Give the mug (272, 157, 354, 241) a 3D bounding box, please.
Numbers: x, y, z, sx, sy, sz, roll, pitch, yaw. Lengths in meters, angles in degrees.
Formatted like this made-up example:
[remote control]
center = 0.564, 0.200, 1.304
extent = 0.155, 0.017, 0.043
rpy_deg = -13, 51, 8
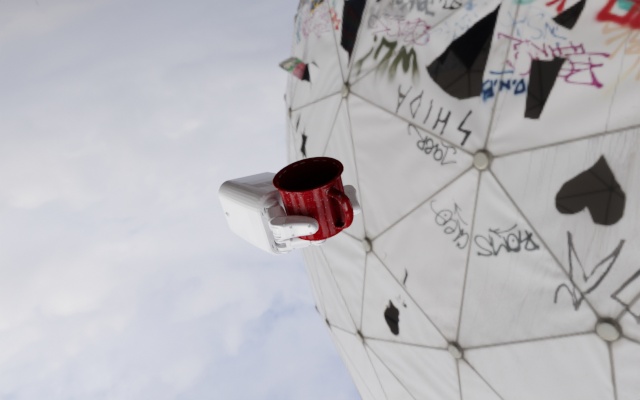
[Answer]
[mug]
center = 0.001, 0.003, 0.620
extent = 0.093, 0.081, 0.117
rpy_deg = -34, 36, -31
